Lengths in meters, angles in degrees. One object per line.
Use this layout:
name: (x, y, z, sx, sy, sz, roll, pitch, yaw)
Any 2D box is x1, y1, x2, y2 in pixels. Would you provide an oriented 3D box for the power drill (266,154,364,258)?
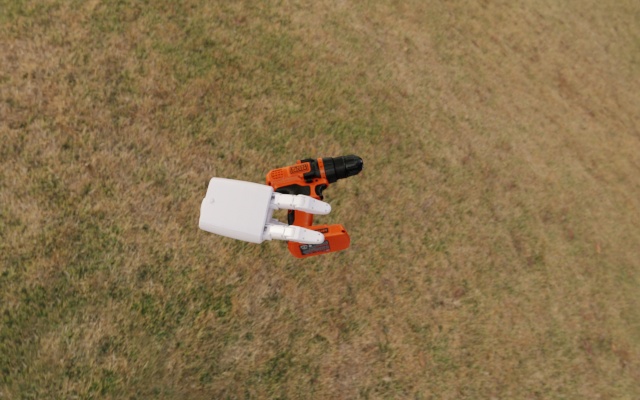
power drill: (0.000, 0.003, 0.854, 0.184, 0.187, 0.057, -13, -38, 3)
